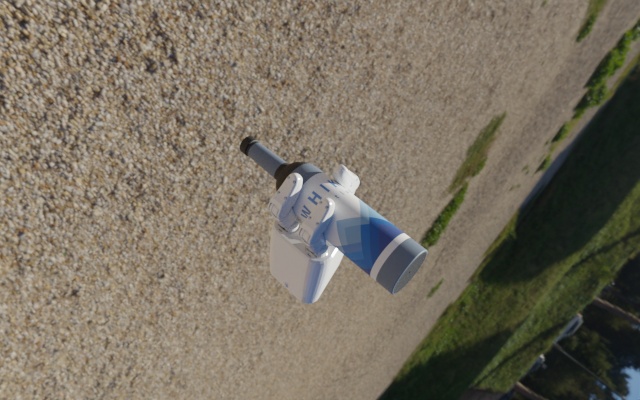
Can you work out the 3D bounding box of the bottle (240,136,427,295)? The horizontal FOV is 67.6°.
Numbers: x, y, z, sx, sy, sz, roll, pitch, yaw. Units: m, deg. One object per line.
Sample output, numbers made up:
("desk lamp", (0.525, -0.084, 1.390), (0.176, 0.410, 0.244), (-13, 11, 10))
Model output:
("bottle", (0.000, 0.002, 0.621), (0.295, 0.069, 0.069), (38, 18, 24))
